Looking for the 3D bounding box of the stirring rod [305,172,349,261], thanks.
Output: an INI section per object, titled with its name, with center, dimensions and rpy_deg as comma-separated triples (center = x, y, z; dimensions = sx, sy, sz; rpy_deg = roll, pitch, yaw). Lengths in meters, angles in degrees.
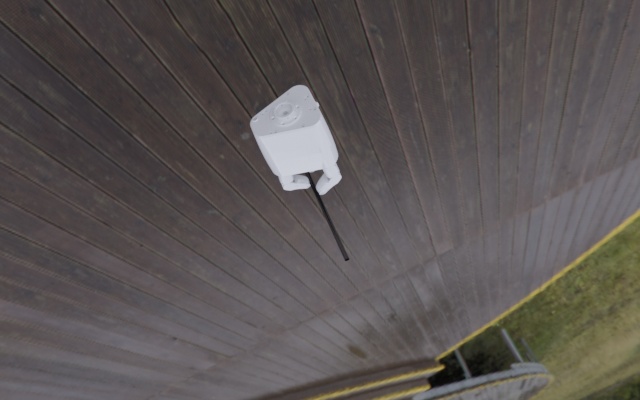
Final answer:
[stirring rod]
center = 0.000, 0.003, 0.832
dimensions = 0.011, 0.239, 0.011
rpy_deg = -17, -33, -12
